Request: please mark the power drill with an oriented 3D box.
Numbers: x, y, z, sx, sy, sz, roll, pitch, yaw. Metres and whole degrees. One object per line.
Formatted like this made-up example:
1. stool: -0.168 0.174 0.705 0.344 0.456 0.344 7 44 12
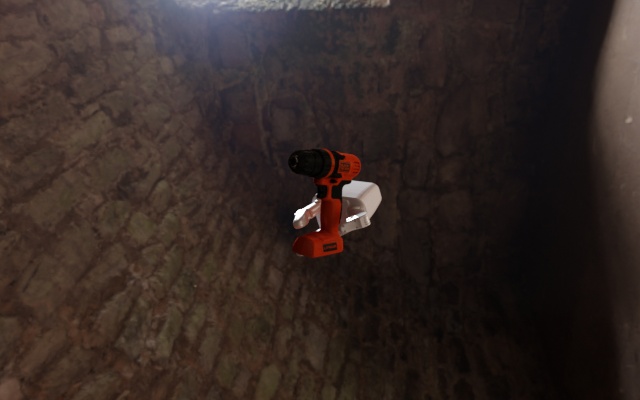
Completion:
1. power drill: 0.000 0.003 0.843 0.057 0.188 0.184 16 10 36
